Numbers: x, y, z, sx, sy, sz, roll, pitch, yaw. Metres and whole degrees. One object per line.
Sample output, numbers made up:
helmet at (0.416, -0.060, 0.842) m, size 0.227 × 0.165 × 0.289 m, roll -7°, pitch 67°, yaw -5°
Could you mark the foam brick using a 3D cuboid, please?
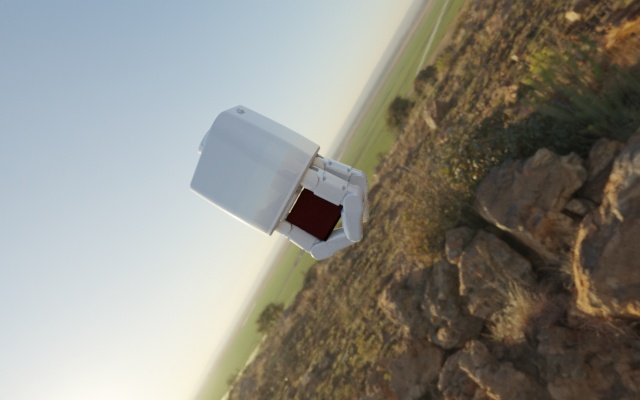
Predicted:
foam brick at (0.000, 0.002, 0.549) m, size 0.051 × 0.053 × 0.078 m, roll 29°, pitch 18°, yaw -2°
